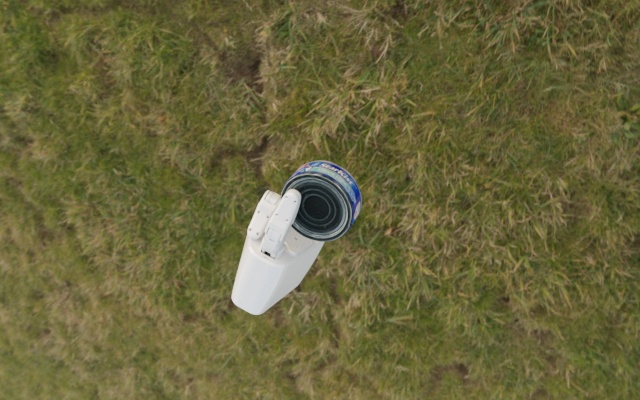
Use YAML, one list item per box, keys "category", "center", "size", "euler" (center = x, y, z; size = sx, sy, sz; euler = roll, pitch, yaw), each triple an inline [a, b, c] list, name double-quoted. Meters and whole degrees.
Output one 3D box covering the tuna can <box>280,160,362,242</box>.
- category: "tuna can"
  center: [0.000, 0.002, 0.522]
  size: [0.086, 0.086, 0.033]
  euler: [0, 27, 24]
